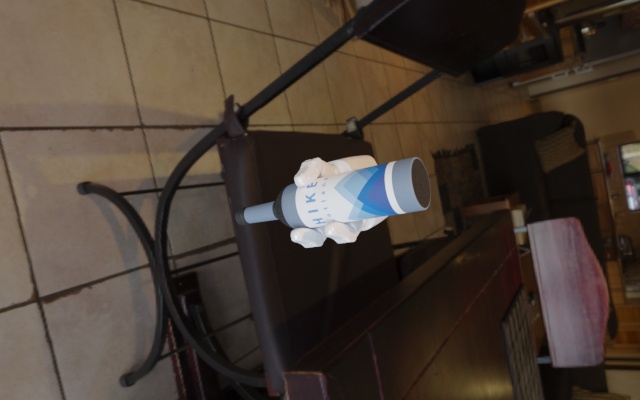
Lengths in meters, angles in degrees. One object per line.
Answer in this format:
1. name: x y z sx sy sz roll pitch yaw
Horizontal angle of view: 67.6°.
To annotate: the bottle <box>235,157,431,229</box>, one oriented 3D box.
1. bottle: 0.000 0.002 0.662 0.296 0.069 0.069 -11 -6 31
